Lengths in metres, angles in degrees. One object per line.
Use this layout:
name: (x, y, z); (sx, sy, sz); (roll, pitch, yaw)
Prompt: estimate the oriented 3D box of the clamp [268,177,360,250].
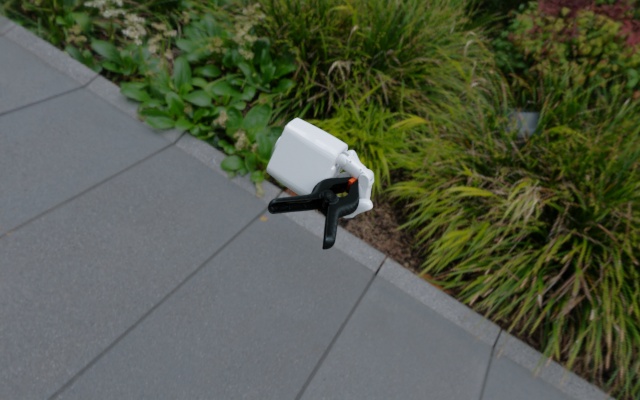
clamp: (0.000, 0.002, 0.764); (0.120, 0.039, 0.171); (32, 39, 10)
